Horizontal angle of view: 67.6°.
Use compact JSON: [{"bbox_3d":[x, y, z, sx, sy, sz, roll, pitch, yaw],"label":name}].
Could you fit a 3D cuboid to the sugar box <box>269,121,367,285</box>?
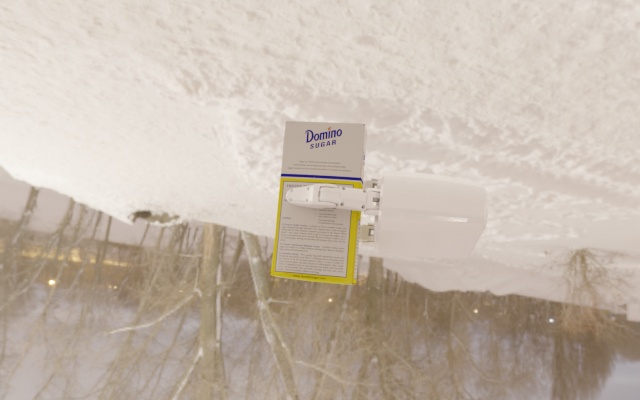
[{"bbox_3d":[0.000,0.002,0.536,0.093,0.176,0.048,4,-10,10],"label":"sugar box"}]
